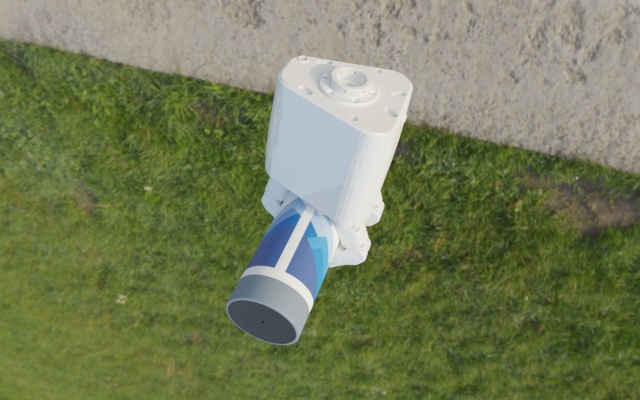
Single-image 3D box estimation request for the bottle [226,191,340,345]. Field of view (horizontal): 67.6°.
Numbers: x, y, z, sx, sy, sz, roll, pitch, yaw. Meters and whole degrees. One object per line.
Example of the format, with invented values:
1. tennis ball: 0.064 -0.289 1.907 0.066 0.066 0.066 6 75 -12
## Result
1. bottle: 0.000 0.002 0.491 0.069 0.069 0.295 0 43 27
